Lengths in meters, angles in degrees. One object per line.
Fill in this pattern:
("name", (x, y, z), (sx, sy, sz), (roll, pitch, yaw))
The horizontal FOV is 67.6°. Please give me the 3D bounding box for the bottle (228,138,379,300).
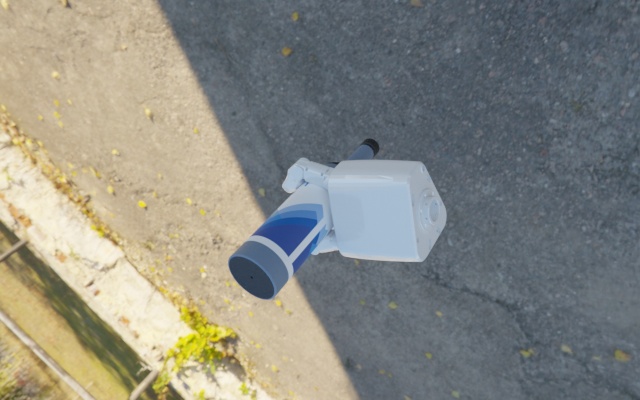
("bottle", (0.000, 0.002, 0.618), (0.069, 0.069, 0.295), (0, 34, 39))
